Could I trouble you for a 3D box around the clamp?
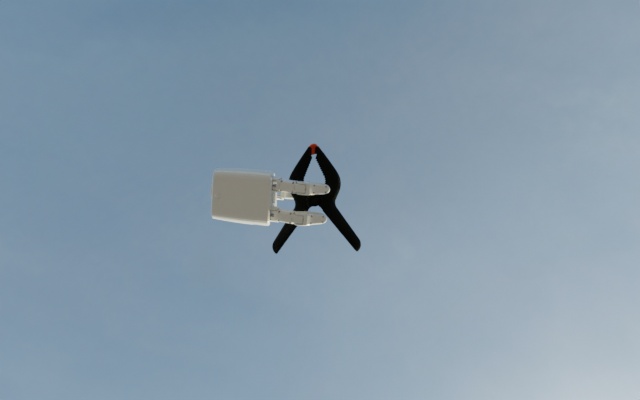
[{"bbox_3d":[0.000,0.002,0.877,0.164,0.210,0.036,5,11,-2],"label":"clamp"}]
